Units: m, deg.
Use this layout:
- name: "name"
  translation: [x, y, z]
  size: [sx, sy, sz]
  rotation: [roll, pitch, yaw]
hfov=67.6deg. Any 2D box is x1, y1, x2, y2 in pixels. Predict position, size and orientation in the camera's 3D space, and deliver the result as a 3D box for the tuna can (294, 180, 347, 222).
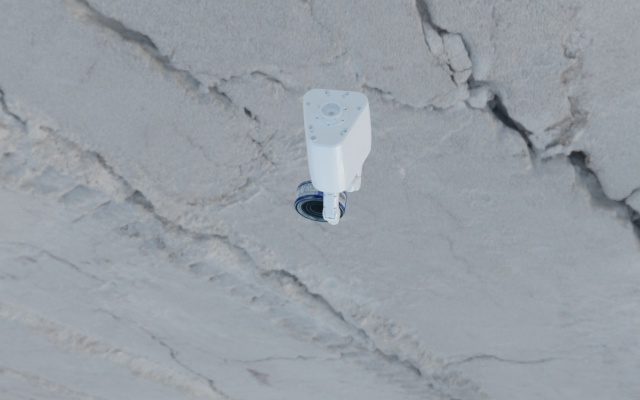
- name: "tuna can"
  translation: [0.000, 0.003, 0.794]
  size: [0.086, 0.033, 0.086]
  rotation: [7, -29, 4]
